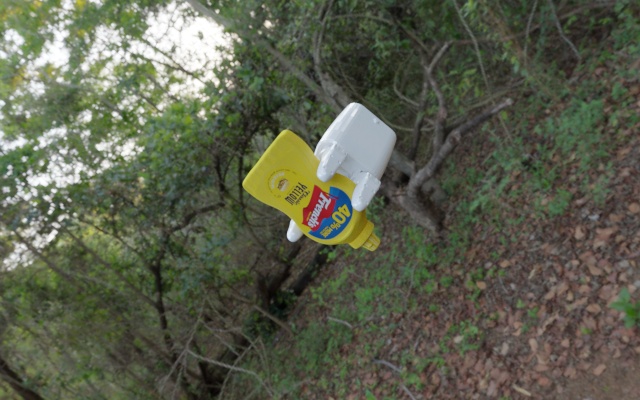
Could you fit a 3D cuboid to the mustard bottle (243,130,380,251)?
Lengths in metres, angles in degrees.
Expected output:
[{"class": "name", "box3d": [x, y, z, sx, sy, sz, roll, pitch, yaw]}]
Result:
[{"class": "mustard bottle", "box3d": [0.000, 0.002, 0.623, 0.191, 0.096, 0.058, 38, 25, -8]}]
